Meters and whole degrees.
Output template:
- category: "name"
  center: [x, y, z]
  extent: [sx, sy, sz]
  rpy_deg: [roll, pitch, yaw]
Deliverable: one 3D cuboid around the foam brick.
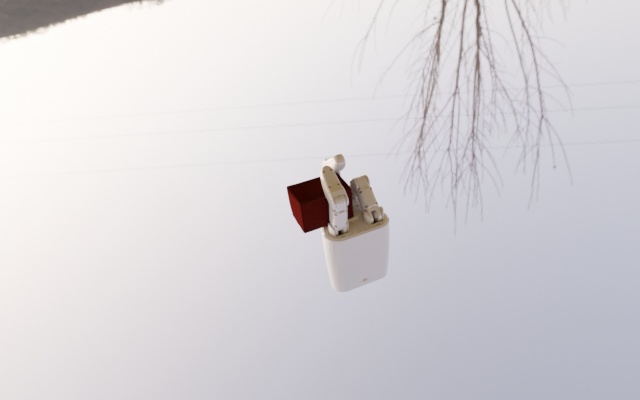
- category: "foam brick"
  center: [0.000, 0.002, 0.666]
  extent: [0.078, 0.051, 0.053]
  rpy_deg: [-17, 37, -15]
